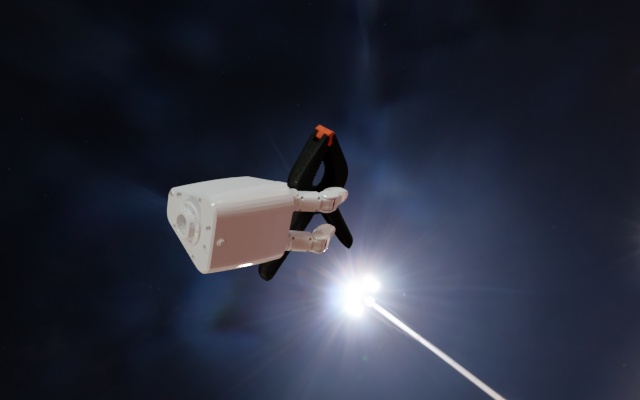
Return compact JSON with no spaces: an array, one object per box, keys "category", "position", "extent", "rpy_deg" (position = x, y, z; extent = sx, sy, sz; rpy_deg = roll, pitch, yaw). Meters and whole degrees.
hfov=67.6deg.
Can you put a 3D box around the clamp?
[{"category":"clamp","position":[0.000,0.001,0.647],"extent":[0.164,0.210,0.036],"rpy_deg":[-10,32,-43]}]
